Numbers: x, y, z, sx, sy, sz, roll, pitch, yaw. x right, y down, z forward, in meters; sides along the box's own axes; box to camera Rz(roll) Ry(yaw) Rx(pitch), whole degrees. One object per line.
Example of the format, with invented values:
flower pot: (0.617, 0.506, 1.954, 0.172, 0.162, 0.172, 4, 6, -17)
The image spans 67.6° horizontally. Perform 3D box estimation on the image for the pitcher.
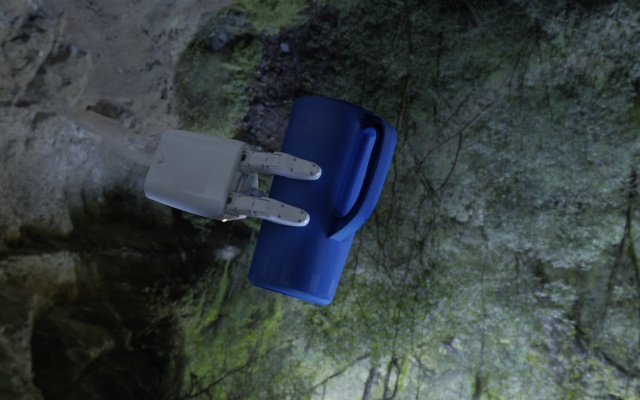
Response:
pitcher: (0.000, 0.002, 0.597, 0.145, 0.242, 0.149, 15, -12, 8)
